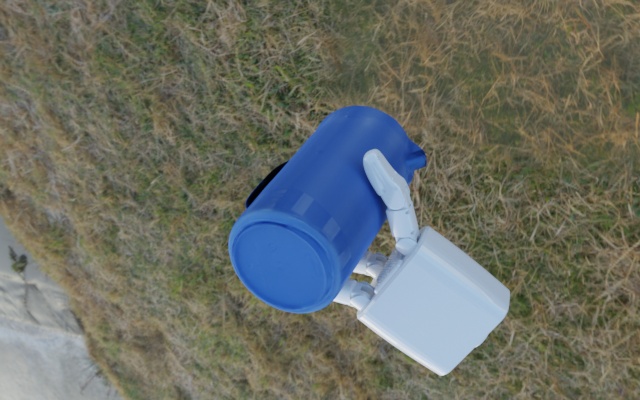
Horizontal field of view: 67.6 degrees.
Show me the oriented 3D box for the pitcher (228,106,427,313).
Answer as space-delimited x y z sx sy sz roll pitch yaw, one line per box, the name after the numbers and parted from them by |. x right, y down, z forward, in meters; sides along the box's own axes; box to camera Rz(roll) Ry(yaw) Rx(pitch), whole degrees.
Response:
0.000 0.002 0.502 0.145 0.149 0.242 38 37 0 | pitcher
